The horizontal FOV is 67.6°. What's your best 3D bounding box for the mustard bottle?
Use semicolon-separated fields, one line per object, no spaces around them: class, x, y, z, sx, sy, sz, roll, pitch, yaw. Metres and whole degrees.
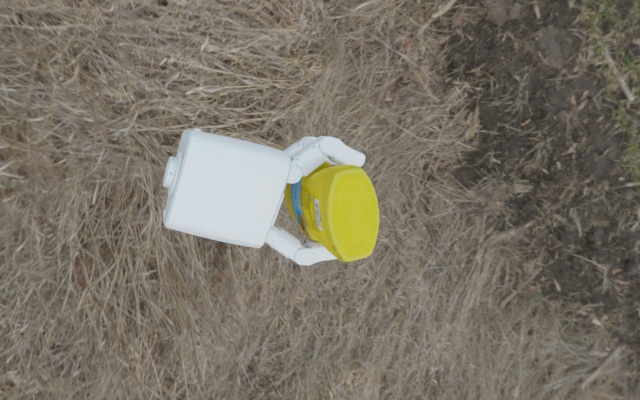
mustard bottle;0.001;0.002;0.556;0.058;0.096;0.191;-12;12;-19
